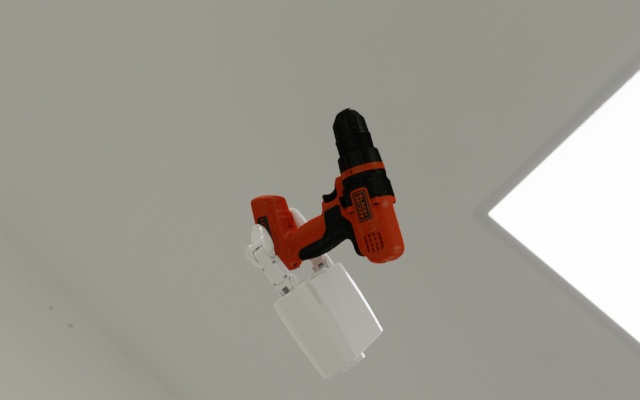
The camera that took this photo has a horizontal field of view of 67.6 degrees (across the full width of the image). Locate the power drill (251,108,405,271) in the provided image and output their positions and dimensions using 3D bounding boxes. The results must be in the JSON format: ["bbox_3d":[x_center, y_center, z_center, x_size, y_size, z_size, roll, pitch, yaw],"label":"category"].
[{"bbox_3d":[0.000,0.002,0.587,0.188,0.184,0.057,-22,-13,35],"label":"power drill"}]
